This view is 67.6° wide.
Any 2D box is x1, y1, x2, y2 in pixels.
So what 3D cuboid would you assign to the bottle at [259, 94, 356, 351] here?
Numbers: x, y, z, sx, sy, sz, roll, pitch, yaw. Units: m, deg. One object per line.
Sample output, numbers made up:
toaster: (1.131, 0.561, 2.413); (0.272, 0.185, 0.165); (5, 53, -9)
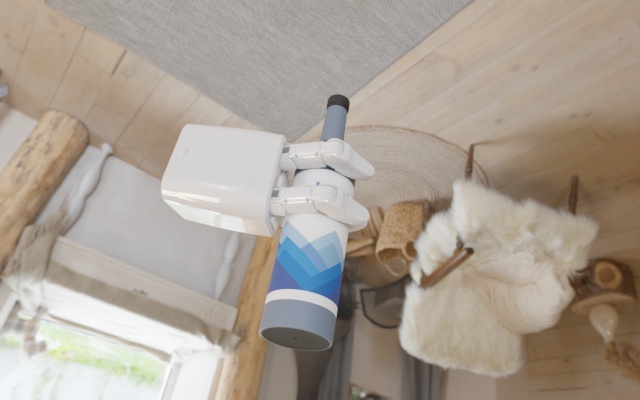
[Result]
bottle: (0.000, 0.002, 0.503); (0.069, 0.295, 0.069); (7, -33, 5)
